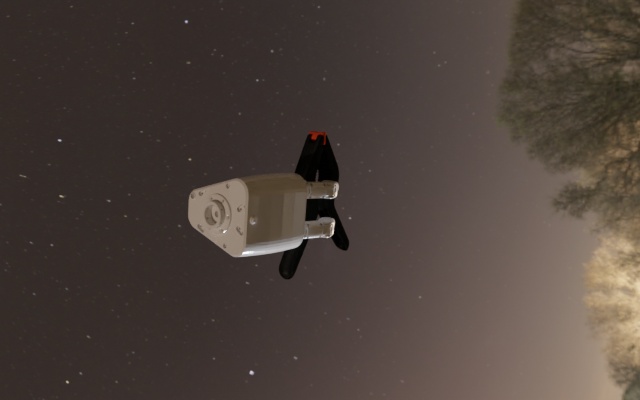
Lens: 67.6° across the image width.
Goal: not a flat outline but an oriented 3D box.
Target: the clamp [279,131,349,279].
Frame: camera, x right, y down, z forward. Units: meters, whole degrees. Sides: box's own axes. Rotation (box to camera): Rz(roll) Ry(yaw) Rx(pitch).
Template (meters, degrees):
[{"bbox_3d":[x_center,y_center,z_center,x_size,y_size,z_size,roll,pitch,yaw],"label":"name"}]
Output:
[{"bbox_3d":[-0.001,0.002,0.722,0.036,0.210,0.164,9,9,33],"label":"clamp"}]
